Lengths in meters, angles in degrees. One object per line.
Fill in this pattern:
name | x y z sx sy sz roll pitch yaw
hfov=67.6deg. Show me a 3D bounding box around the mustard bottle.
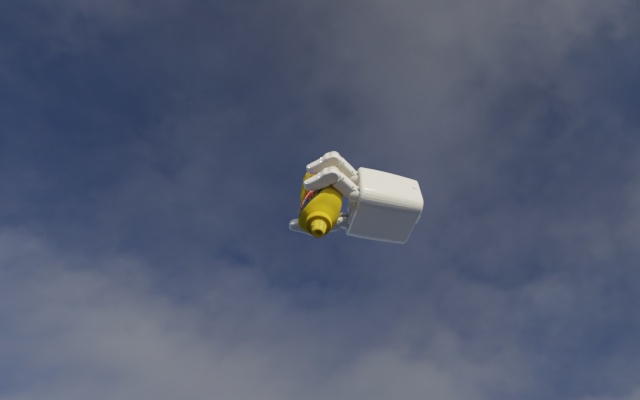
mustard bottle | 0.000 0.002 0.806 0.058 0.096 0.191 33 26 -16
